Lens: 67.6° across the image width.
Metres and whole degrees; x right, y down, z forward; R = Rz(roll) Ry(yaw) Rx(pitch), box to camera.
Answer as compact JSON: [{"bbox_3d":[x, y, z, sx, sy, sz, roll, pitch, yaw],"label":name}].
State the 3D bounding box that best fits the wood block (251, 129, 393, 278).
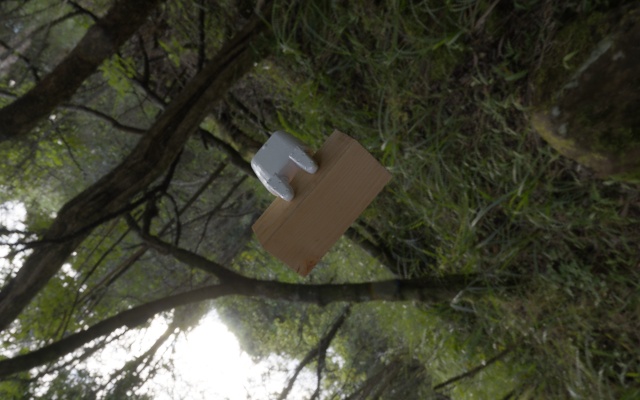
[{"bbox_3d":[0.000,0.003,0.740,0.091,0.206,0.090,39,3,-26],"label":"wood block"}]
